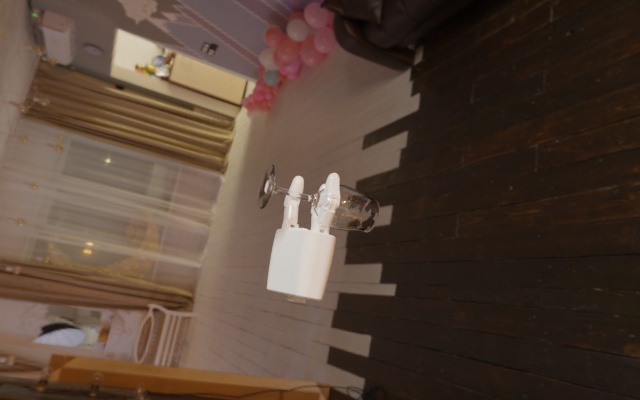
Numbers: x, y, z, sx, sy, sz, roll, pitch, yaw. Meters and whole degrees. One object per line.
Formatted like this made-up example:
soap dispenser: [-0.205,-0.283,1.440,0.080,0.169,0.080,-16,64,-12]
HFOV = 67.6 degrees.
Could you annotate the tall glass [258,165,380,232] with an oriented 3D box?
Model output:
tall glass: [0.000,0.002,0.813,0.201,0.079,0.079,15,-6,-22]
